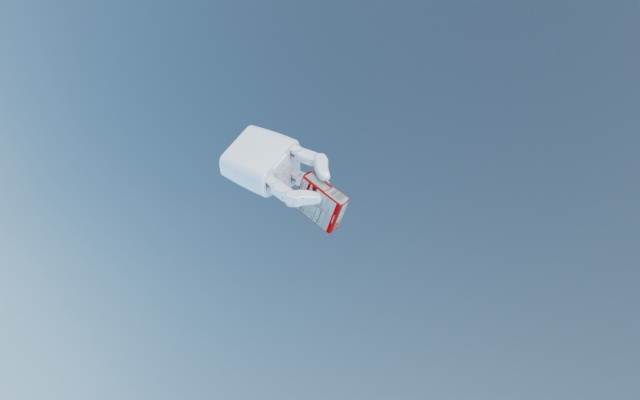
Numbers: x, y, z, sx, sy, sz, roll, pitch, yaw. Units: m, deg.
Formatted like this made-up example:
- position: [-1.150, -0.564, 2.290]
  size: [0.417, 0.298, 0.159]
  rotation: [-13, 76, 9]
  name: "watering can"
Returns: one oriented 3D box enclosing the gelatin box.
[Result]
- position: [0.000, 0.003, 0.823]
  size: [0.089, 0.073, 0.030]
  rotation: [38, 44, 20]
  name: "gelatin box"
